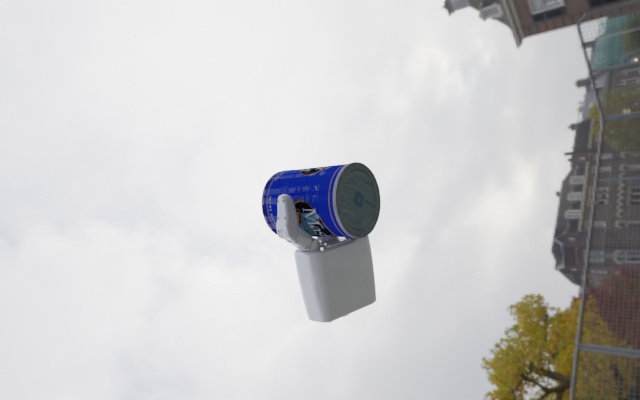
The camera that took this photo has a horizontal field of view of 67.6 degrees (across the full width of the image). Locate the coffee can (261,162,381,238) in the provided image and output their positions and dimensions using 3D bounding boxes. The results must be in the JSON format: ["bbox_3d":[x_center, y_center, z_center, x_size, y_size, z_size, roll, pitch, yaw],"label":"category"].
[{"bbox_3d":[0.000,0.002,0.687,0.140,0.103,0.103,-3,-2,40],"label":"coffee can"}]
